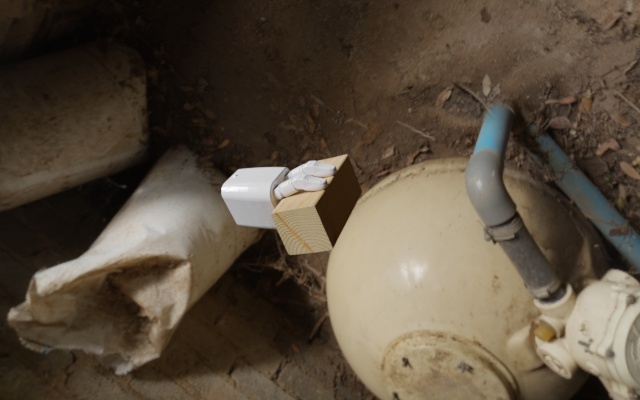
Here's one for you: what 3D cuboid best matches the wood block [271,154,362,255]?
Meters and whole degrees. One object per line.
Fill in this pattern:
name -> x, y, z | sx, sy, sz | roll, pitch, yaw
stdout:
wood block -> 0.000, 0.003, 0.893 | 0.090, 0.091, 0.206 | -10, 25, 26
